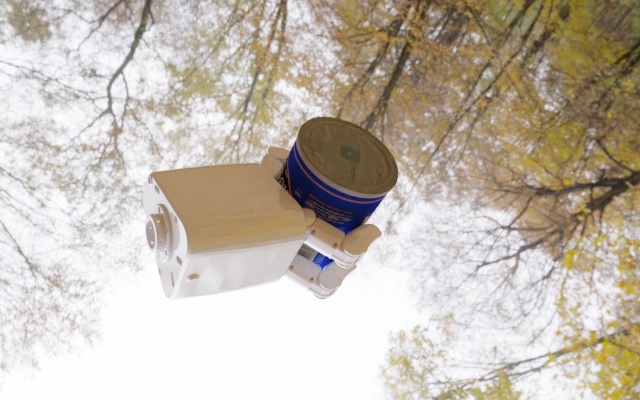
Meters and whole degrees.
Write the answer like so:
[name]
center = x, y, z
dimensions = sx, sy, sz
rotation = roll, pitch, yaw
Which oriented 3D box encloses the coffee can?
[coffee can]
center = 0.000, 0.001, 0.485
dimensions = 0.103, 0.102, 0.140
rotation = 0, -41, -32
